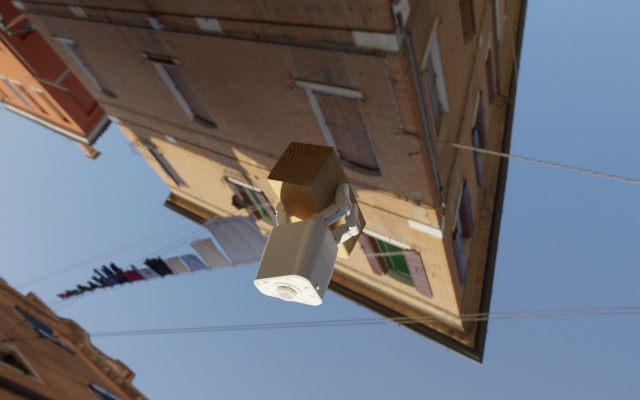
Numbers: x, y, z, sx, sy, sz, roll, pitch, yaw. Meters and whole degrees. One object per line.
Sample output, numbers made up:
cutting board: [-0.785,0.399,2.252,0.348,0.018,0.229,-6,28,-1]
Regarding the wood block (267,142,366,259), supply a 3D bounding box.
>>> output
wood block: [0.000,0.003,0.849,0.091,0.090,0.206,11,-34,31]
